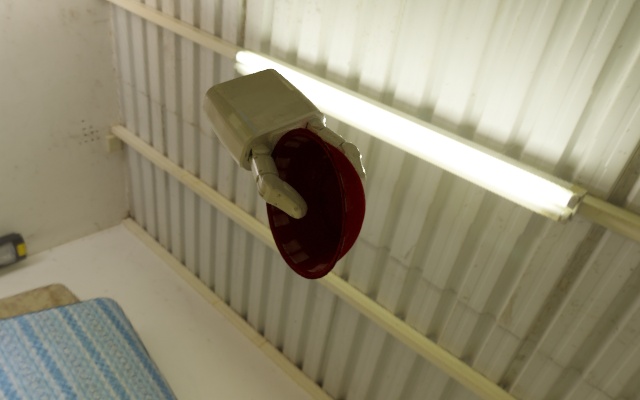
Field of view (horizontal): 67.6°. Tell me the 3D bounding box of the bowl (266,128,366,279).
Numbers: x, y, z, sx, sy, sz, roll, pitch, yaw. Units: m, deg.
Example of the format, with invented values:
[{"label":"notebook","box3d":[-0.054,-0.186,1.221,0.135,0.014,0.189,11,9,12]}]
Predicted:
[{"label":"bowl","box3d":[0.001,0.003,0.523,0.055,0.162,0.162,-6,3,-33]}]
